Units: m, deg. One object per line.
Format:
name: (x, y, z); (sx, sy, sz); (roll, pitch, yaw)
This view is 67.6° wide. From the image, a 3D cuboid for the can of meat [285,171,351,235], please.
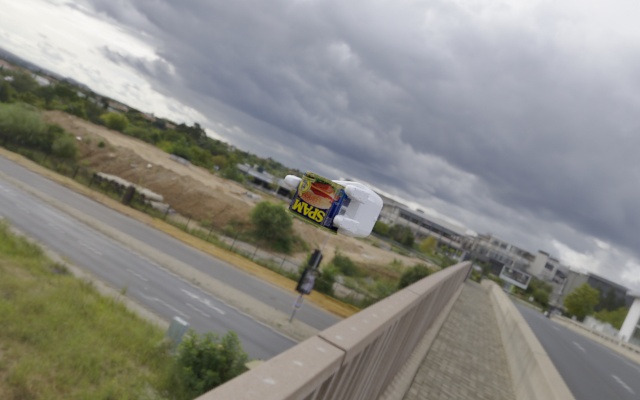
can of meat: (0.000, 0.002, 0.846); (0.102, 0.084, 0.057); (25, 1, 33)
